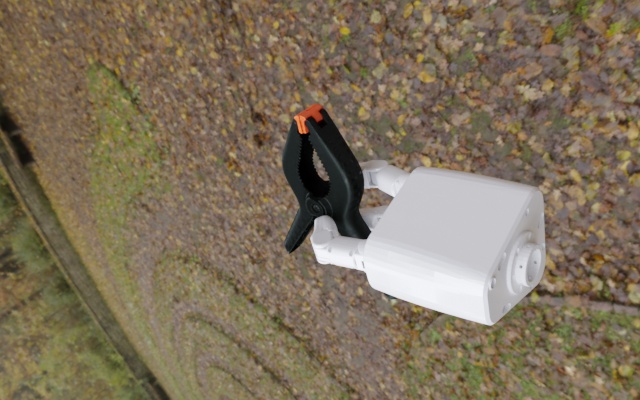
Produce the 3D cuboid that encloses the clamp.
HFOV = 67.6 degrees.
[{"bbox_3d":[0.000,0.002,0.498,0.164,0.210,0.036,11,40,41],"label":"clamp"}]
